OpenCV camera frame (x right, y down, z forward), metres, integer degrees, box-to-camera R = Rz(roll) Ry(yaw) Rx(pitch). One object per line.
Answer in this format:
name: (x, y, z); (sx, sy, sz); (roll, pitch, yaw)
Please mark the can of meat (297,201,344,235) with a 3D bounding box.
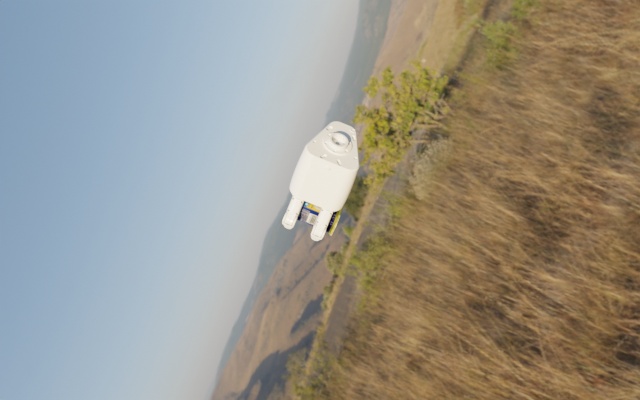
can of meat: (0.000, 0.003, 0.889); (0.084, 0.102, 0.057); (22, -37, -1)
